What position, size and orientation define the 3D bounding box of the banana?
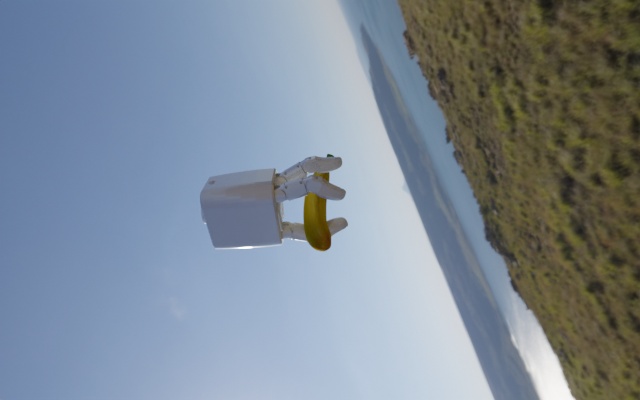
[{"bbox_3d":[-0.004,0.013,0.716,0.037,0.197,0.070,11,-47,-9],"label":"banana"}]
